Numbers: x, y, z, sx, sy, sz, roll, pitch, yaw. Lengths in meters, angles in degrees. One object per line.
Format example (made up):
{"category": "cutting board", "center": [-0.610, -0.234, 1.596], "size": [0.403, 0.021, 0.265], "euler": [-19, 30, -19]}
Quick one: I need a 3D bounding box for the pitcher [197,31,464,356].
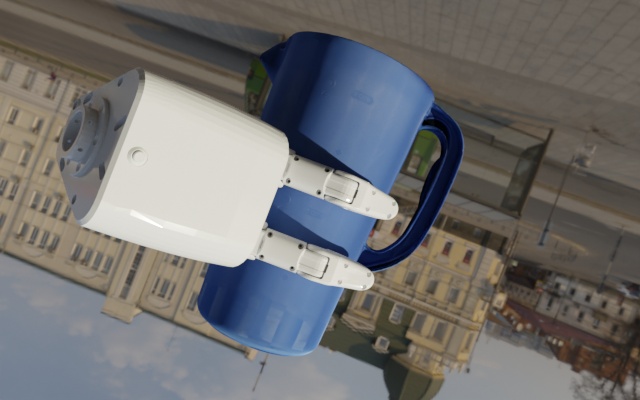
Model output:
{"category": "pitcher", "center": [0.000, 0.001, 0.401], "size": [0.145, 0.243, 0.149], "euler": [22, -1, -43]}
